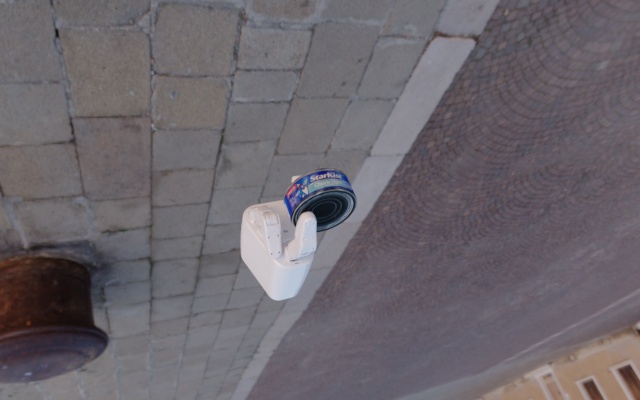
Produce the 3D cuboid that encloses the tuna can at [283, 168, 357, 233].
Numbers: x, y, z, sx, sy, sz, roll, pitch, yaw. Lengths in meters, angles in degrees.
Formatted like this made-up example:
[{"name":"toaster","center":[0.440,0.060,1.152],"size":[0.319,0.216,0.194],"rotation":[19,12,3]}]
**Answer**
[{"name":"tuna can","center":[0.000,0.002,0.583],"size":[0.086,0.033,0.086],"rotation":[-15,-36,-11]}]
